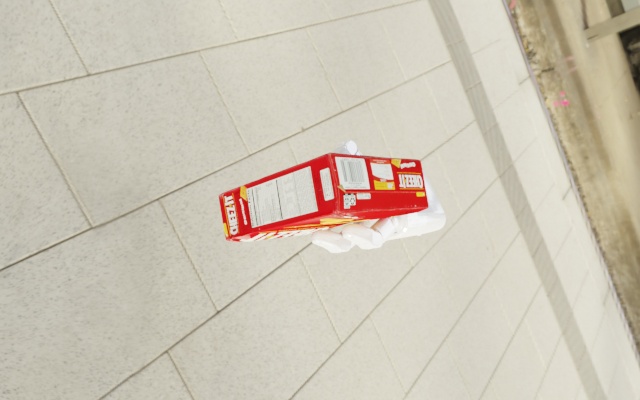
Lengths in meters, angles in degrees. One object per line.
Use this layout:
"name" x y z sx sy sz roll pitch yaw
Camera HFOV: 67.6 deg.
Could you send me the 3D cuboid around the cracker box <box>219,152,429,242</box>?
"cracker box" 0.000 0.002 0.605 0.164 0.072 0.214 -2 -10 -44
